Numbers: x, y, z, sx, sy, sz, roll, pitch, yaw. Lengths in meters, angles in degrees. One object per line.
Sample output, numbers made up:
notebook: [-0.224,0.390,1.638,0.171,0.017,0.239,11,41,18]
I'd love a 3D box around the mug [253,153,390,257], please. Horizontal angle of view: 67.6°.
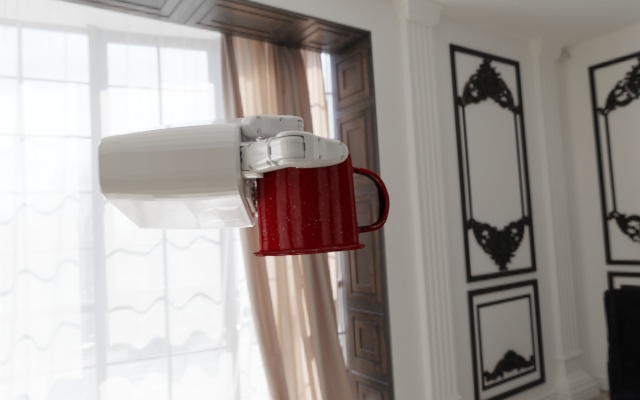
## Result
mug: [0.001,0.001,0.400,0.117,0.081,0.093,-4,-3,-4]
